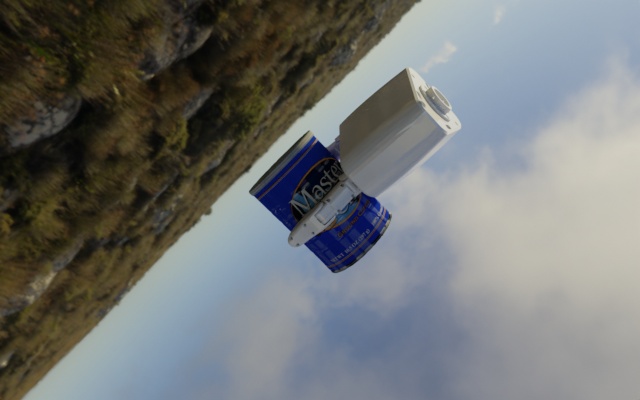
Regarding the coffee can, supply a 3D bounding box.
[{"bbox_3d":[0.000,0.002,0.570,0.140,0.103,0.103,45,-9,-9],"label":"coffee can"}]
